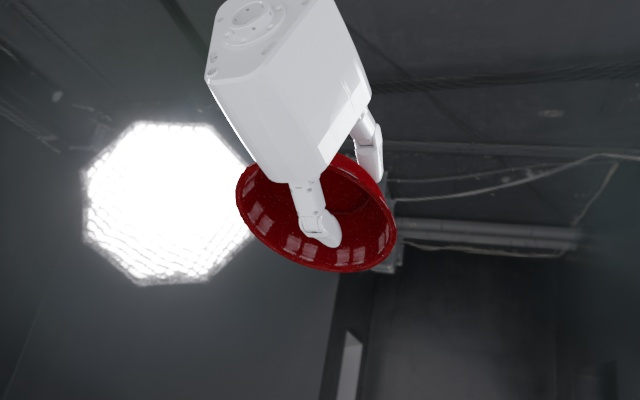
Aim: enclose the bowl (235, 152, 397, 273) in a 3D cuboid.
[{"bbox_3d":[0.000,0.002,0.472,0.162,0.055,0.162,13,-41,12],"label":"bowl"}]
